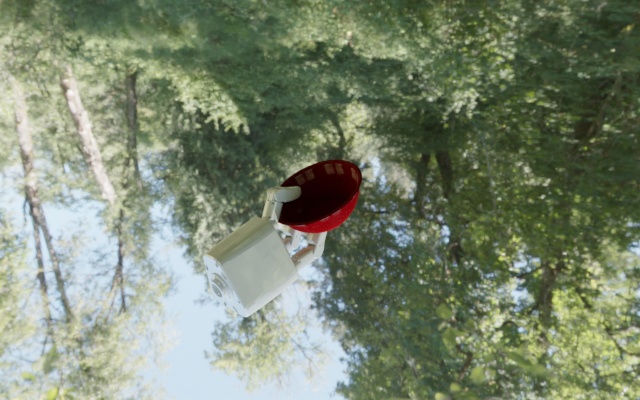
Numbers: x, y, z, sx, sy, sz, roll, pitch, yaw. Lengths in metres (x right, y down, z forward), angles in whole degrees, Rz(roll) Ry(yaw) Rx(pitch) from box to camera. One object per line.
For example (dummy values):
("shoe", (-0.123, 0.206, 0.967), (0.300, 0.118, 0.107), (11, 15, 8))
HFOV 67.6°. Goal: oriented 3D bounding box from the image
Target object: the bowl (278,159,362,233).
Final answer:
("bowl", (0.001, 0.002, 0.788), (0.162, 0.055, 0.162), (-18, 36, 14))
